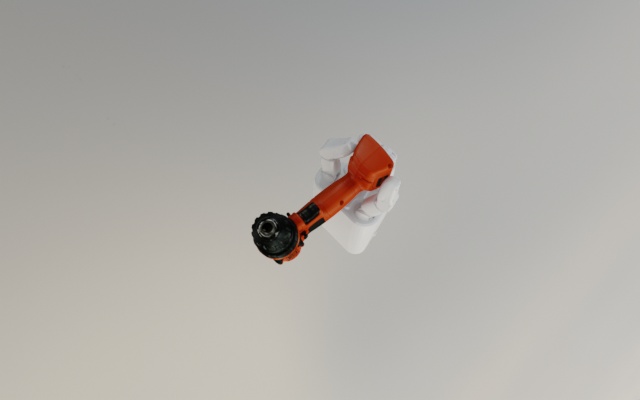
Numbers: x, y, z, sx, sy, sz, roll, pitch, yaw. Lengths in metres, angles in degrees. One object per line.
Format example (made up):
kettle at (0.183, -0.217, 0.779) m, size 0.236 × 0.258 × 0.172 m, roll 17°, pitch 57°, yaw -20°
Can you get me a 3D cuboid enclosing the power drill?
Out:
power drill at (0.000, 0.002, 0.579) m, size 0.187 × 0.057 × 0.184 m, roll -38°, pitch -8°, yaw -6°
